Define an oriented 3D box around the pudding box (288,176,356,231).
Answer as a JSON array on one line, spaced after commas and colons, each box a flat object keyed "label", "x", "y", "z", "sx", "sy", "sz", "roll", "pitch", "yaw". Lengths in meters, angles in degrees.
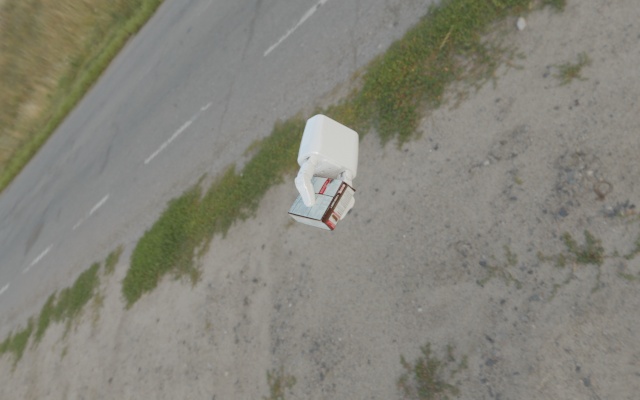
[{"label": "pudding box", "x": 0.000, "y": 0.003, "z": 0.889, "sx": 0.039, "sy": 0.090, "sz": 0.113, "roll": 38, "pitch": -16, "yaw": -32}]
